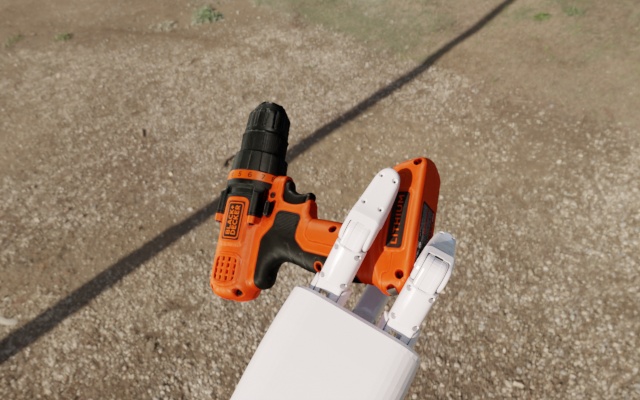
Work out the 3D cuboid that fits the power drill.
[{"bbox_3d":[0.000,0.002,0.401,0.187,0.184,0.057,3,-12,29],"label":"power drill"}]
